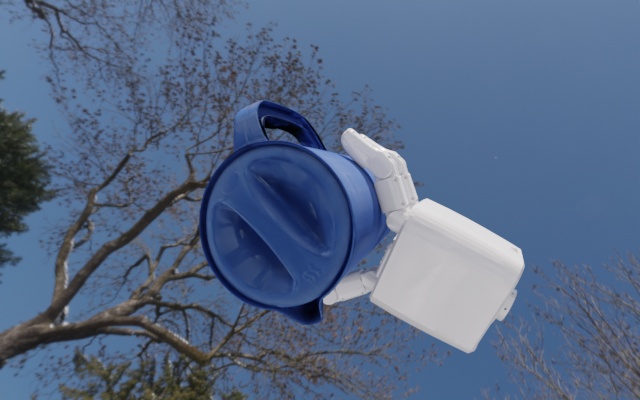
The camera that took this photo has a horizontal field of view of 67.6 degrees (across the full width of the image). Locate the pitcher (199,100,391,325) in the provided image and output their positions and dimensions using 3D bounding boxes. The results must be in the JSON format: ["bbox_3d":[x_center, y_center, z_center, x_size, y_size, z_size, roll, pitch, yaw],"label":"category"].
[{"bbox_3d":[0.000,0.002,0.472,0.145,0.149,0.243,27,13,16],"label":"pitcher"}]
